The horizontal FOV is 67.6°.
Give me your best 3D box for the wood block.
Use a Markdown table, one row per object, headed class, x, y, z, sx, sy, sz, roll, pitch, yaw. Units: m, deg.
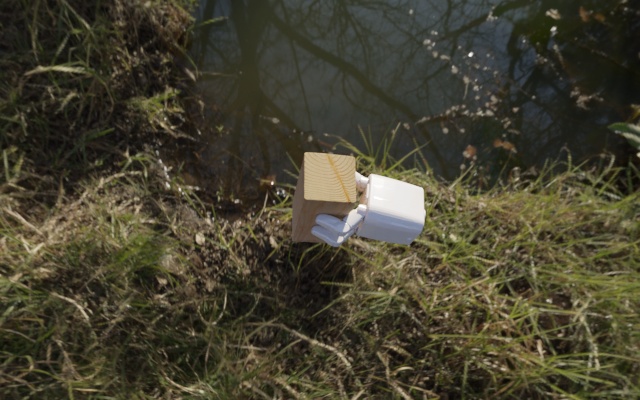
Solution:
| class | x | y | z | sx | sy | sz | roll | pitch | yaw |
| --- | --- | --- | --- | --- | --- | --- | --- | --- | --- |
| wood block | 0.001 | 0.003 | 0.891 | 0.090 | 0.090 | 0.206 | 4 | -25 | -8 |
